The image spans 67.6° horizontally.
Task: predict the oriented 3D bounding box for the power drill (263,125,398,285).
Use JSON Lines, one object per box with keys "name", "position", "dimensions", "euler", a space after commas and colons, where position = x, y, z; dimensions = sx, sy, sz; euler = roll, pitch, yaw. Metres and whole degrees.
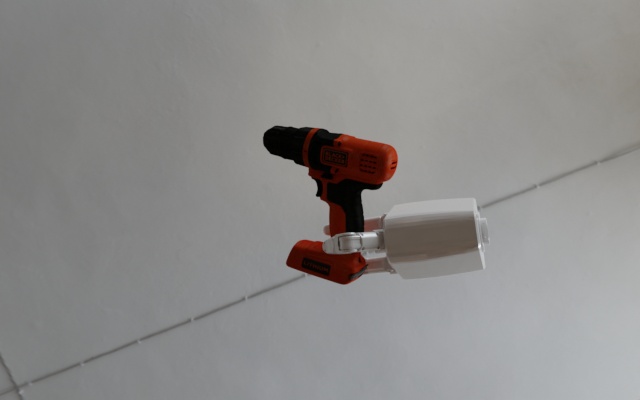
{"name": "power drill", "position": [0.000, 0.002, 0.614], "dimensions": [0.184, 0.188, 0.057], "euler": [15, 22, 28]}
